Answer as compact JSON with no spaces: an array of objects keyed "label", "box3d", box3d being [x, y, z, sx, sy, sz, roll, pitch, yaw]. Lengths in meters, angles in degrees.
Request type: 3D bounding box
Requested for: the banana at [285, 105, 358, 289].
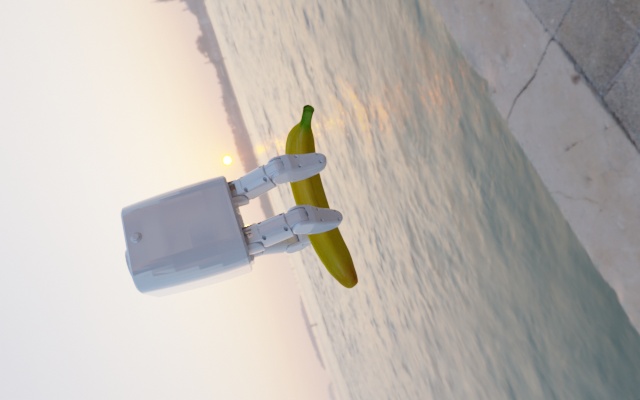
[{"label":"banana","box3d":[-0.005,0.001,0.524,0.037,0.198,0.069,-15,-4,-16]}]
